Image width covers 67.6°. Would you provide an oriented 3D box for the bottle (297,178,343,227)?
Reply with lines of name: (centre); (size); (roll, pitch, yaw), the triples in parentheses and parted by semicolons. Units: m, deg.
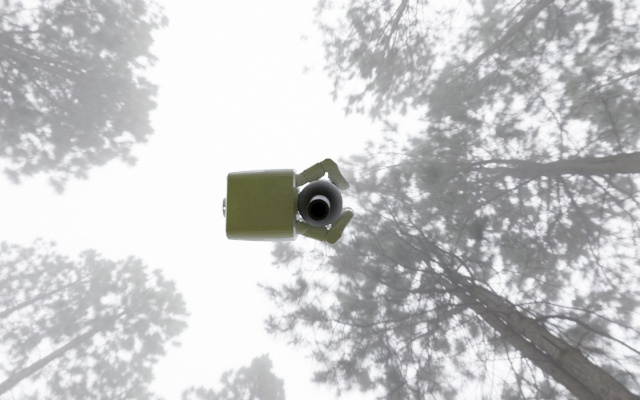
bottle: (0.000, 0.002, 0.721); (0.069, 0.069, 0.295); (0, 4, 1)
